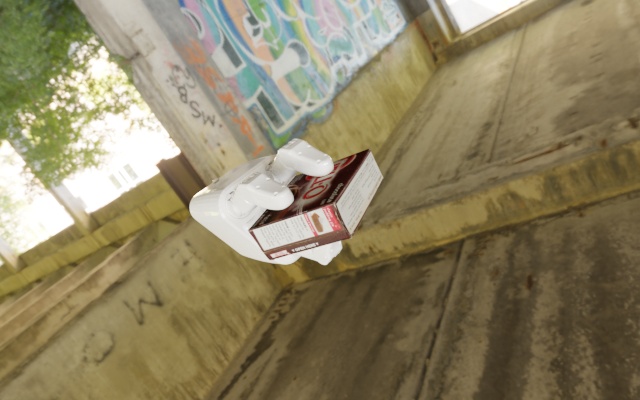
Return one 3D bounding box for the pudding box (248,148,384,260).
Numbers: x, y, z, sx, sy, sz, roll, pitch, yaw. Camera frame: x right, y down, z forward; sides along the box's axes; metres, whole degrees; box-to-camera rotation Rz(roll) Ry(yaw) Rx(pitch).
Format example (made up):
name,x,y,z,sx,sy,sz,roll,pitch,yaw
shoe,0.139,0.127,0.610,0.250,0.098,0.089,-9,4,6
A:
name,x,y,z,sx,sy,sz,roll,pitch,yaw
pudding box,0.000,0.002,0.435,0.090,0.039,0.113,-19,22,30
